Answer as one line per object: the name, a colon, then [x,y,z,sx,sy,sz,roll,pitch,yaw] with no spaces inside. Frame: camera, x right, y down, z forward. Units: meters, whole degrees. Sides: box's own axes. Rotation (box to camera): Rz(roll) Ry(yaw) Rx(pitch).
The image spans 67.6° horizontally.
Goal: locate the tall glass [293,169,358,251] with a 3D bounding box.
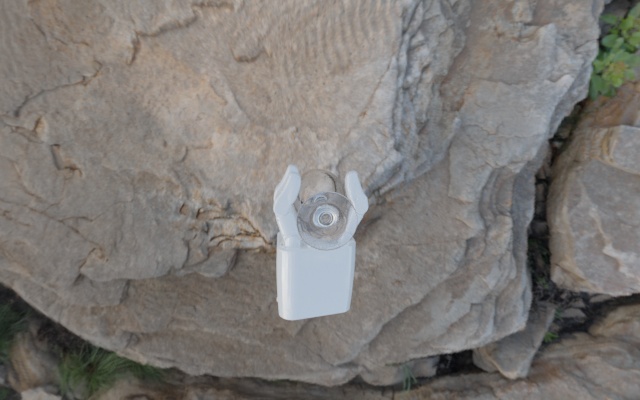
tall glass: [0.000,0.002,0.668,0.079,0.079,0.201,0,14,-5]
